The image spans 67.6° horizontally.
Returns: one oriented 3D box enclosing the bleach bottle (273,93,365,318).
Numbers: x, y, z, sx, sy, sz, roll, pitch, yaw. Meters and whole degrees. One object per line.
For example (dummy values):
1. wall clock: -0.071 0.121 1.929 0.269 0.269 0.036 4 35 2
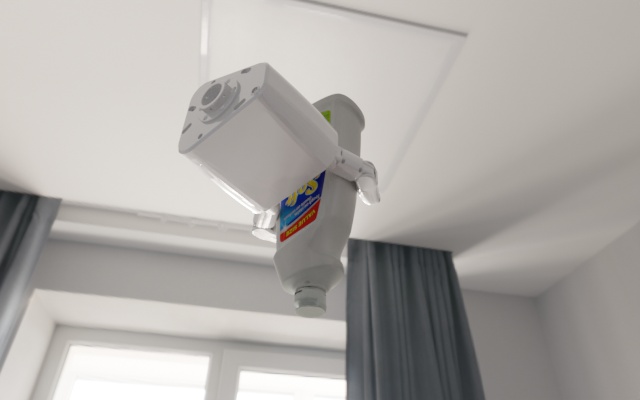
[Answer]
1. bleach bottle: 0.000 0.002 0.518 0.102 0.250 0.068 -22 -43 28
